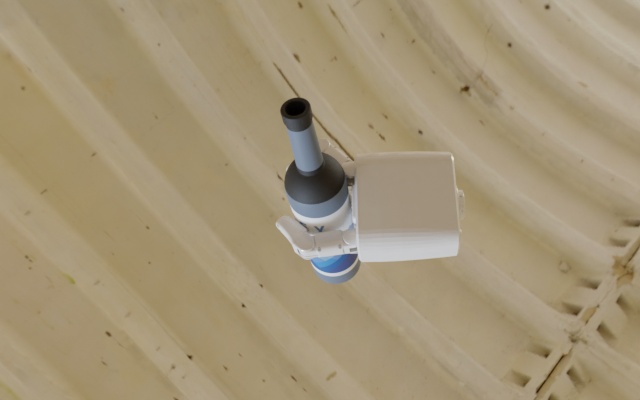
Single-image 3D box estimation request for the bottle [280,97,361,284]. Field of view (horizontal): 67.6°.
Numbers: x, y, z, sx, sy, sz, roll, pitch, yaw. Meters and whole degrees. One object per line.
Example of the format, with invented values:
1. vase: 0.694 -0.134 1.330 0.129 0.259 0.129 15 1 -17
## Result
1. bottle: 0.000 0.002 0.537 0.069 0.069 0.296 0 -34 10
